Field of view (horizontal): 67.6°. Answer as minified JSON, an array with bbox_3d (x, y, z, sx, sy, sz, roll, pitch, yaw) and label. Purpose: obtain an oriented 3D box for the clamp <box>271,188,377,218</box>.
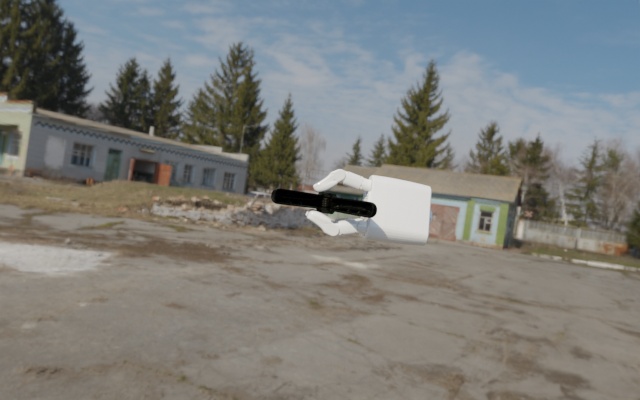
[{"bbox_3d":[0.000,0.002,0.821,0.164,0.036,0.210,10,0,-4],"label":"clamp"}]
